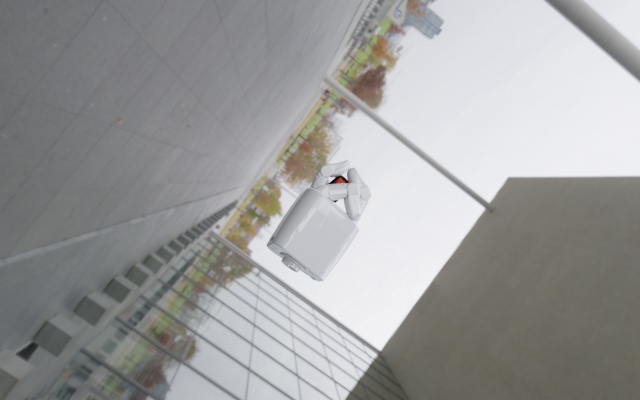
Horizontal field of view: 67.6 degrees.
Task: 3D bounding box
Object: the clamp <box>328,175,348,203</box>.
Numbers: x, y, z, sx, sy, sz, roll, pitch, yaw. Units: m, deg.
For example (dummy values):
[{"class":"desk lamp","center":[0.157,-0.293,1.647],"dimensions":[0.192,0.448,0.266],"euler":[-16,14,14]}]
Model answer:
[{"class":"clamp","center":[0.001,0.003,0.859],"dimensions":[0.039,0.120,0.171],"euler":[37,-16,-6]}]
